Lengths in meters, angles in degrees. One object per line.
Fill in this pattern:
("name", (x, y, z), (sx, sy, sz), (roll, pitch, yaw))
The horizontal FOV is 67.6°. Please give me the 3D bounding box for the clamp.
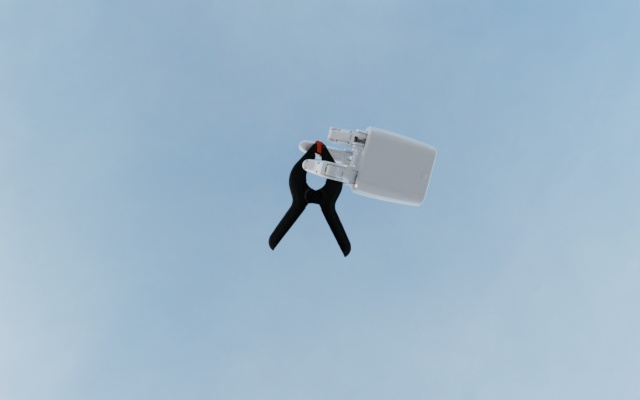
("clamp", (0.000, 0.002, 0.700), (0.120, 0.171, 0.039), (14, 2, -8))
